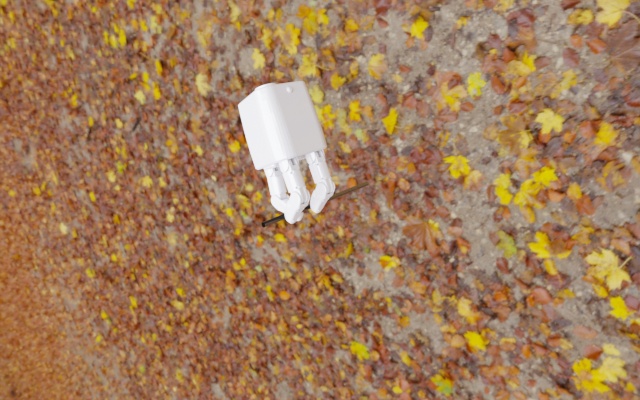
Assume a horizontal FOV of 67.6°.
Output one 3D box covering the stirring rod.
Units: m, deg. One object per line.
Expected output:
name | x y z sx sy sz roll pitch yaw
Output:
stirring rod | 0.000 0.002 0.762 0.011 0.011 0.239 0 16 45
